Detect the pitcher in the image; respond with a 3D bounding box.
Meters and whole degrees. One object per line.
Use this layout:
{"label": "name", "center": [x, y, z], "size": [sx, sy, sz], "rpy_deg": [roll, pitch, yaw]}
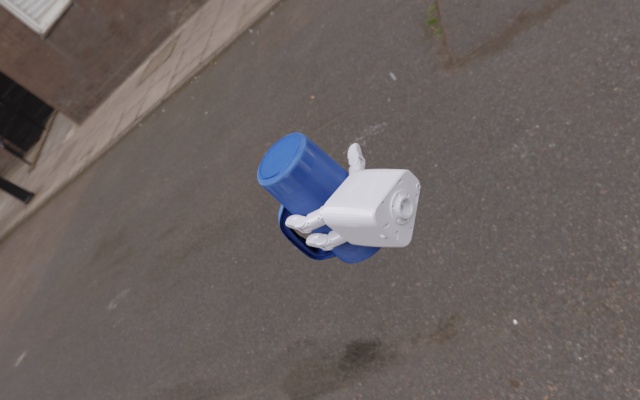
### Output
{"label": "pitcher", "center": [0.000, 0.003, 0.834], "size": [0.145, 0.149, 0.243], "rpy_deg": [0, -33, 49]}
